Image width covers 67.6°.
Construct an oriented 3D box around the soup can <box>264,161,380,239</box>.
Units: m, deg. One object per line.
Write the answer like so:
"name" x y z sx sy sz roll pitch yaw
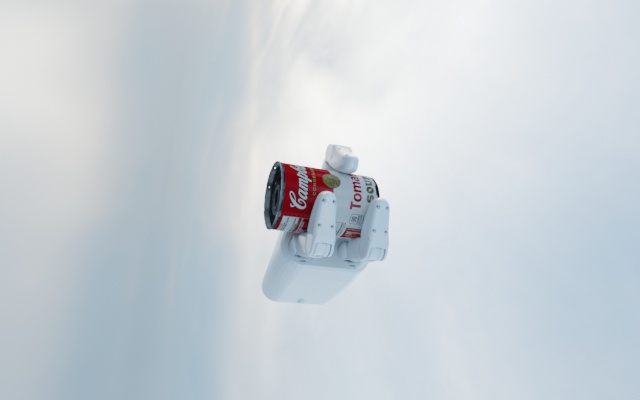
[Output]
"soup can" 0.001 0.001 0.483 0.102 0.068 0.068 8 -3 -18
